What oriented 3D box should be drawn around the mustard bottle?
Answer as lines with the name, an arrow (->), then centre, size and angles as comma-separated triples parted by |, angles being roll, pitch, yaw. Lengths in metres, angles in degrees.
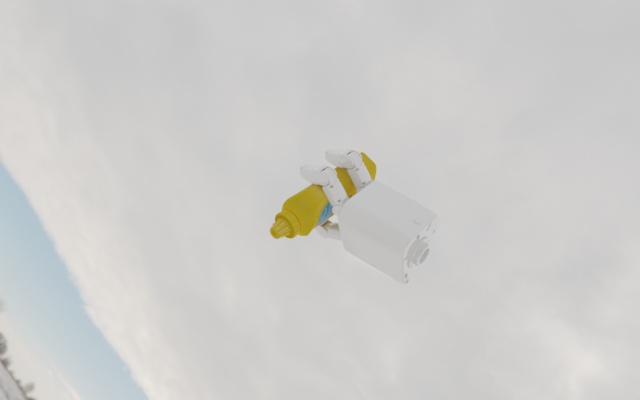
mustard bottle -> 0.000, 0.002, 0.708 | 0.191, 0.058, 0.096 | -35, -13, -36
